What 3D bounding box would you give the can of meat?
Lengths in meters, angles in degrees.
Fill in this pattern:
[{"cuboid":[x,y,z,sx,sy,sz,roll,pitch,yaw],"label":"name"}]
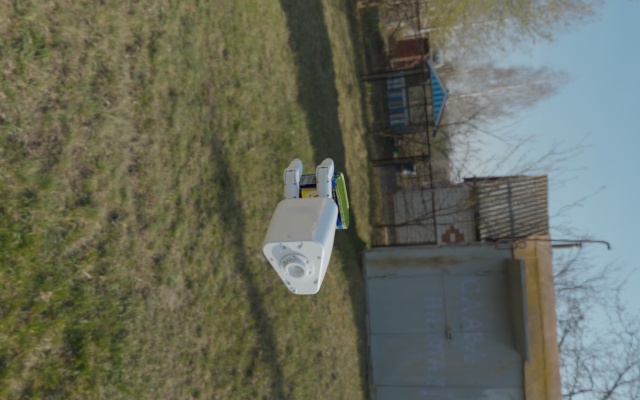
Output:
[{"cuboid":[0.000,0.003,0.812,0.084,0.102,0.057,-4,29,15],"label":"can of meat"}]
